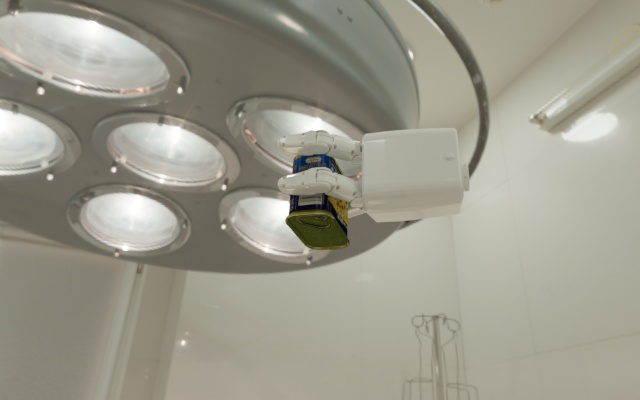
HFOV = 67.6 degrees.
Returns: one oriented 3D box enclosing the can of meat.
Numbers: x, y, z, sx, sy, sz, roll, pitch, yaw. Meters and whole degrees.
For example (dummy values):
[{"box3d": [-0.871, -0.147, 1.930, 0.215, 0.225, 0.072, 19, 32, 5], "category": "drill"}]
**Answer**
[{"box3d": [0.000, 0.002, 0.575, 0.057, 0.084, 0.102, -6, -29, 17], "category": "can of meat"}]
